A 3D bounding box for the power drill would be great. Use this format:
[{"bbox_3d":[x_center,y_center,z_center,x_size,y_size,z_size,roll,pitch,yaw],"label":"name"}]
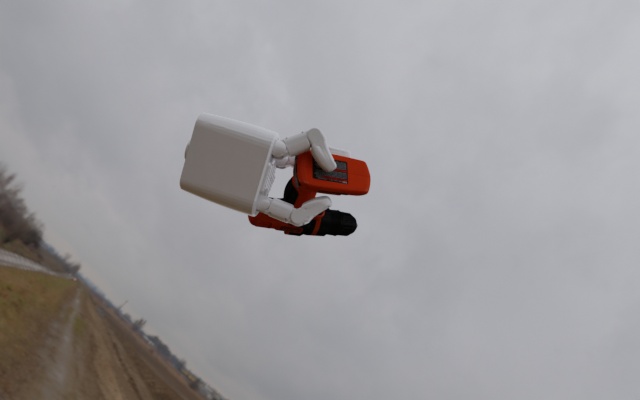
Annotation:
[{"bbox_3d":[0.000,0.002,0.713,0.184,0.057,0.188,7,-29,-21],"label":"power drill"}]
